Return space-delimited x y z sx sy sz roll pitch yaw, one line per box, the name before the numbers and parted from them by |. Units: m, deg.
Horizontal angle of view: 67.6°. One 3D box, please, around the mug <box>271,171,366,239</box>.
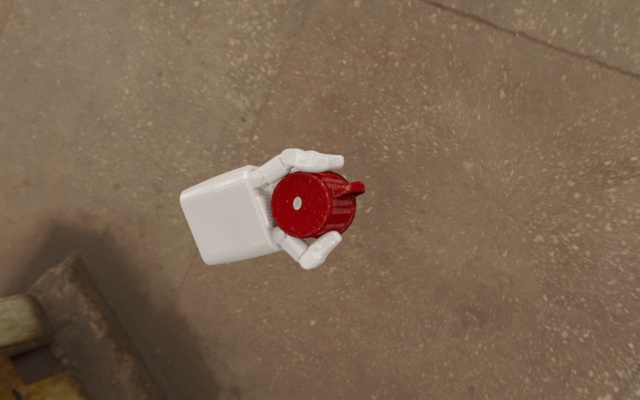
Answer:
mug | 0.001 0.002 0.597 0.117 0.093 0.081 -18 -7 21
